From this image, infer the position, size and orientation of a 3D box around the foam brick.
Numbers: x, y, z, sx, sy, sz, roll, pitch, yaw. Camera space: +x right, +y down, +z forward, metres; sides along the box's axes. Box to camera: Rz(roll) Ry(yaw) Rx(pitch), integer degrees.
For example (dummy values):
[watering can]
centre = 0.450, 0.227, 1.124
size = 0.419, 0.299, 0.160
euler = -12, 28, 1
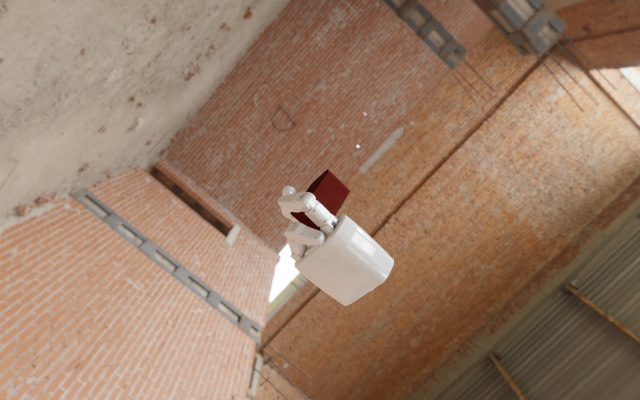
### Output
[foam brick]
centre = 0.000, 0.002, 0.741
size = 0.051, 0.078, 0.053
euler = 40, -37, -9
